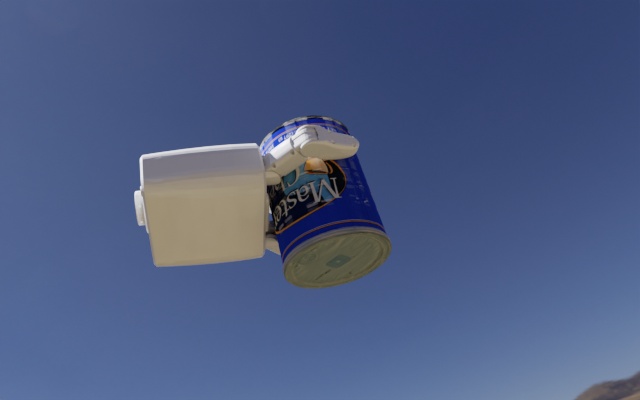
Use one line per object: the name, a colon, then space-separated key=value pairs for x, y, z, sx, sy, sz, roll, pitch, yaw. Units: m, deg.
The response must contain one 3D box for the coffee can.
coffee can: x=0.000 y=0.002 z=0.475 sx=0.103 sy=0.140 sz=0.103 roll=-11 pitch=-33 yaw=-8
